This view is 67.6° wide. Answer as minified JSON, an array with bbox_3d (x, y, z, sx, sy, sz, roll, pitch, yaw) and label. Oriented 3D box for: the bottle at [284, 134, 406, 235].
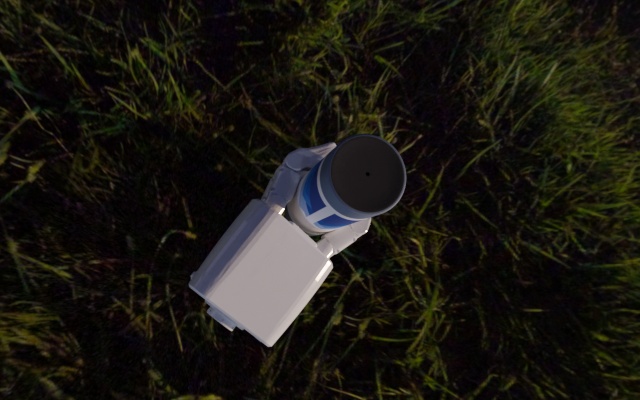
[{"bbox_3d":[0.000,0.002,0.517,0.069,0.069,0.296,0,-9,-15],"label":"bottle"}]
